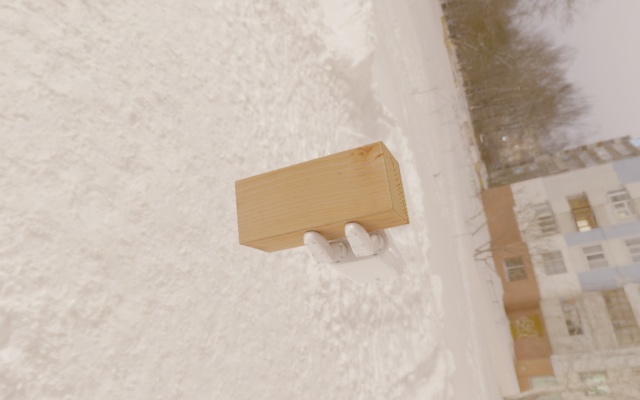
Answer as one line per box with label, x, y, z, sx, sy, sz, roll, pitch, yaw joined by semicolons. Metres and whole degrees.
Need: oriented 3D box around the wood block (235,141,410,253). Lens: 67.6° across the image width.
wood block;0.000;0.002;0.629;0.206;0.090;0.090;-14;-19;20
